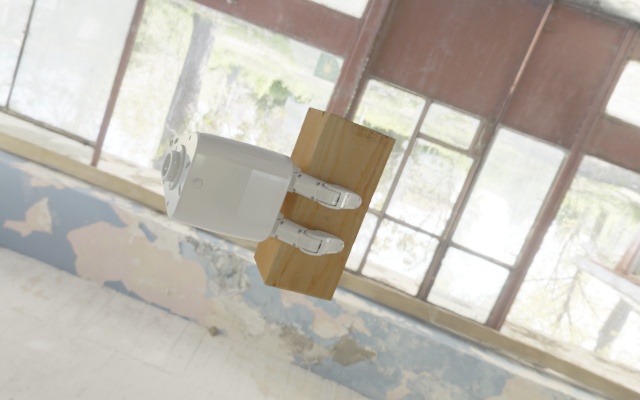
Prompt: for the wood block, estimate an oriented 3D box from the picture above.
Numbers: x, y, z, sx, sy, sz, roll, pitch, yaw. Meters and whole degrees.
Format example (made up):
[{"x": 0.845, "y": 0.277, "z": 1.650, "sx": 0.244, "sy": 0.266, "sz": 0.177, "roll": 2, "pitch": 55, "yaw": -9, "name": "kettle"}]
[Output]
[{"x": 0.000, "y": 0.002, "z": 0.581, "sx": 0.090, "sy": 0.206, "sz": 0.090, "roll": 18, "pitch": 10, "yaw": -21, "name": "wood block"}]
